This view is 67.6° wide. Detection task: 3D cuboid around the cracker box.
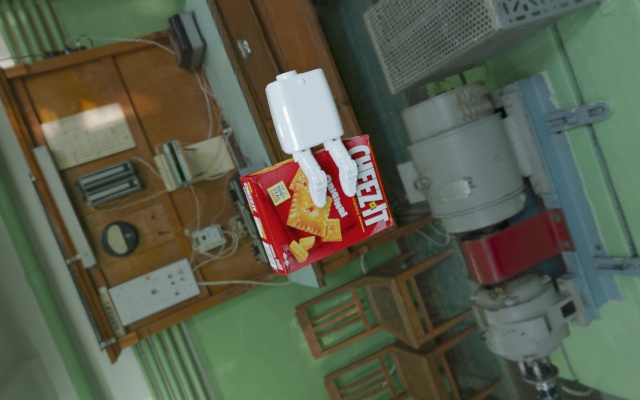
[{"bbox_3d":[0.000,0.003,0.774,0.213,0.164,0.072,-22,13,-21],"label":"cracker box"}]
